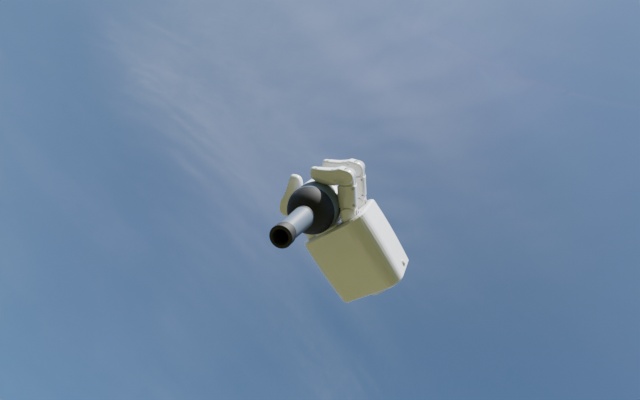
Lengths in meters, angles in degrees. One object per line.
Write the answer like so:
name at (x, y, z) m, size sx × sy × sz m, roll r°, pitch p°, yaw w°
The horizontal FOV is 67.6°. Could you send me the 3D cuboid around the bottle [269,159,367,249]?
bottle at (0.000, 0.002, 0.657) m, size 0.069 × 0.069 × 0.295 m, roll 0°, pitch 15°, yaw 18°
